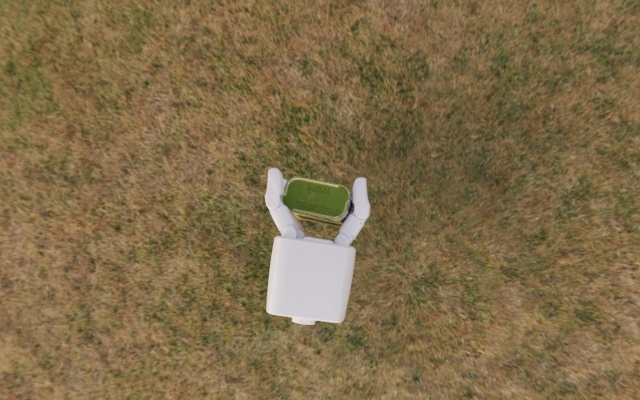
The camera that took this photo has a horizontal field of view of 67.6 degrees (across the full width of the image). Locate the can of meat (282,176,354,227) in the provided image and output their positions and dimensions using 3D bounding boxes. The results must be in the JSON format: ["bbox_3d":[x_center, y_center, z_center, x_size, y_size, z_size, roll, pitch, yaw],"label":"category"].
[{"bbox_3d":[0.000,0.002,0.709,0.102,0.057,0.084,11,-6,12],"label":"can of meat"}]
